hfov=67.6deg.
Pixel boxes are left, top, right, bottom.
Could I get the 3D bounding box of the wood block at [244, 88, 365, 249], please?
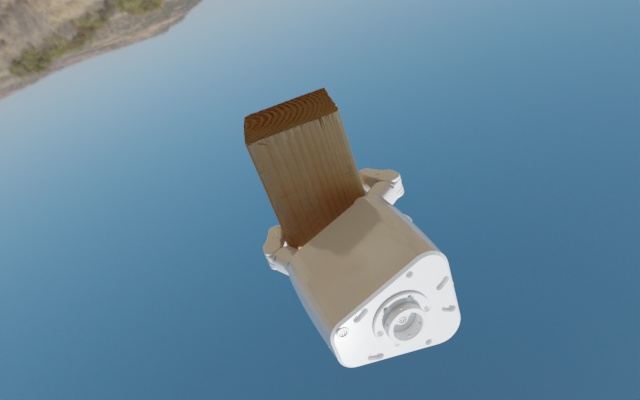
[{"bbox_3d":[0.000,0.002,0.504,0.091,0.206,0.090,-20,28,1],"label":"wood block"}]
